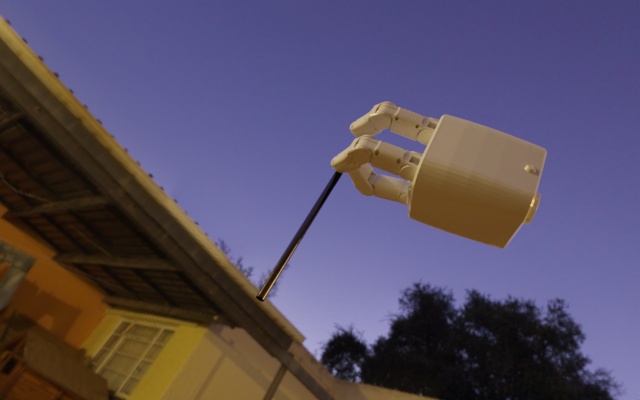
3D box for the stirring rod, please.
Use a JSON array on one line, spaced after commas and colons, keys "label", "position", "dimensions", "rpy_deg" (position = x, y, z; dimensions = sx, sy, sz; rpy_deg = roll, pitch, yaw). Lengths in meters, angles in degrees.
[{"label": "stirring rod", "position": [0.000, 0.002, 0.481], "dimensions": [0.011, 0.011, 0.239], "rpy_deg": [0, 44, 37]}]
